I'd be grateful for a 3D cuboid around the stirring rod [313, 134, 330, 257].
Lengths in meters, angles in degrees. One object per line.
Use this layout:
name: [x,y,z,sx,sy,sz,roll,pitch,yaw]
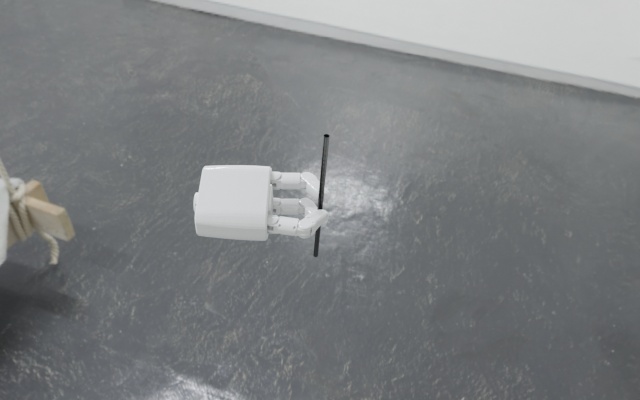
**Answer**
stirring rod: [0.000,0.002,0.727,0.011,0.240,0.011,3,41,-3]
